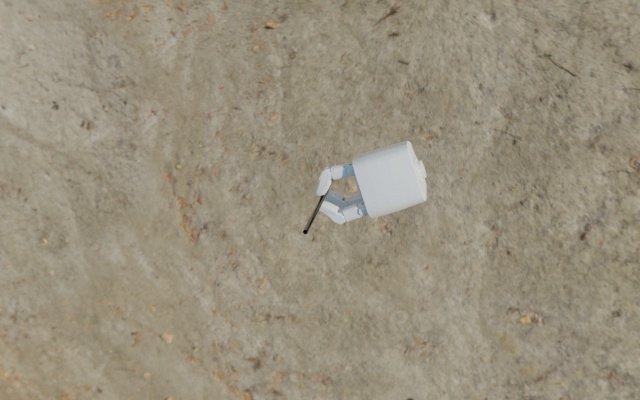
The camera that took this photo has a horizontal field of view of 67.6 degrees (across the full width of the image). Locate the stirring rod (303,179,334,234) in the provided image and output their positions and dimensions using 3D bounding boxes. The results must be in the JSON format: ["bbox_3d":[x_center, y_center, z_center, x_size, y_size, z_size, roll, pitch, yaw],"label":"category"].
[{"bbox_3d":[0.000,0.003,0.877,0.011,0.011,0.239,0,24,13],"label":"stirring rod"}]
